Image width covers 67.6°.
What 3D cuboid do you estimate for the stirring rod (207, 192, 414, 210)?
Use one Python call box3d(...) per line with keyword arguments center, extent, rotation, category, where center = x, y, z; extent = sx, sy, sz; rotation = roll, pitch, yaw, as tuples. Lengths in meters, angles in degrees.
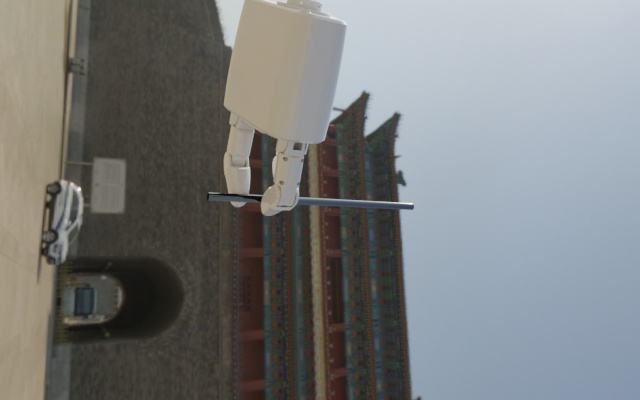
box3d(center=(0.000, 0.002, 0.511), extent=(0.239, 0.011, 0.011), rotation=(3, -1, -26), category="stirring rod")
